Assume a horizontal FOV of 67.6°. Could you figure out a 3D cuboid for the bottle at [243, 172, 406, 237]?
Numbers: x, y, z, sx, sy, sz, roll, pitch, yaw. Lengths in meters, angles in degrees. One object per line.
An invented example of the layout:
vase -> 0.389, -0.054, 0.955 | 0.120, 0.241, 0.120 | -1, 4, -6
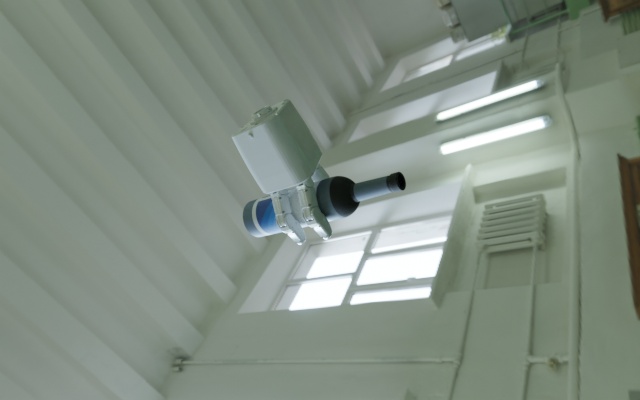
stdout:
bottle -> 0.000, 0.003, 0.761 | 0.296, 0.069, 0.069 | -15, -9, 37
